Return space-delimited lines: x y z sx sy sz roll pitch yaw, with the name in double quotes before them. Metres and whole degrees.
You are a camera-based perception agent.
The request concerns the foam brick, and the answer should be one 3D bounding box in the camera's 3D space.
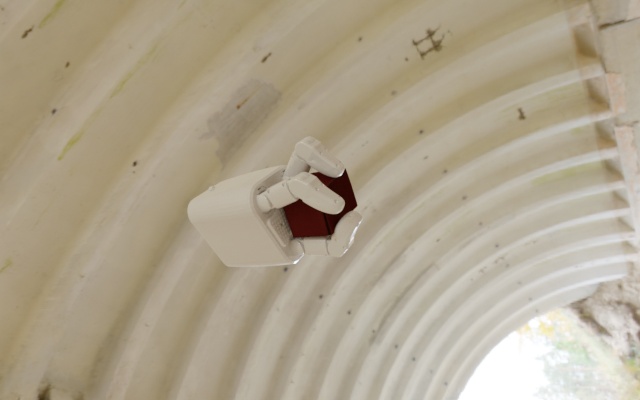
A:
"foam brick" 0.000 0.002 0.555 0.051 0.053 0.078 -7 20 31
